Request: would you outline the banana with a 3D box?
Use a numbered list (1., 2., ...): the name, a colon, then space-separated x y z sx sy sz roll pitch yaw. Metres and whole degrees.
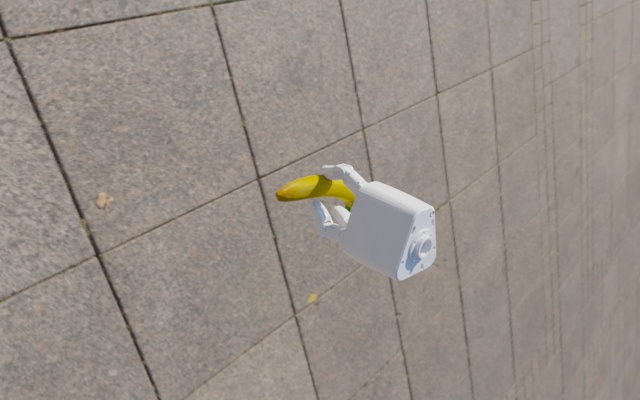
1. banana: 0.012 -0.012 0.795 0.198 0.070 0.037 14 23 -49
